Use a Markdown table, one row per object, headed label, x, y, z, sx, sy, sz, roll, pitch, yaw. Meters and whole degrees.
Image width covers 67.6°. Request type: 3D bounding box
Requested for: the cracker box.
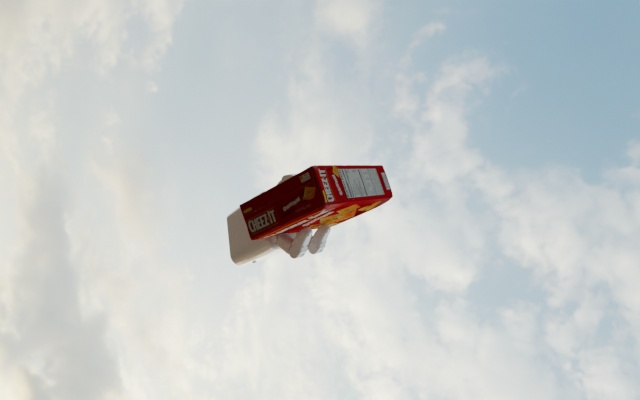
| label | x | y | z | sx | sy | sz | roll | pitch | yaw |
| --- | --- | --- | --- | --- | --- | --- | --- | --- | --- |
| cracker box | 0.000 | 0.002 | 0.805 | 0.164 | 0.072 | 0.213 | -26 | -11 | 34 |
